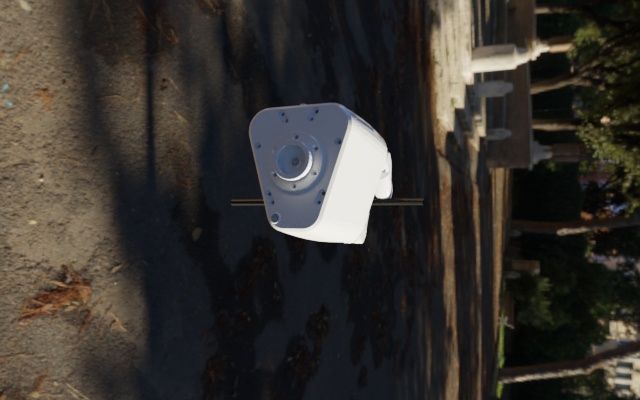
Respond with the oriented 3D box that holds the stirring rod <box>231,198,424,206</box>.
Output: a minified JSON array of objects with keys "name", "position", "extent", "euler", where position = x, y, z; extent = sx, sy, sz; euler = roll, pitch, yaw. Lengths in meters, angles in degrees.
[{"name":"stirring rod","position":[0.000,0.002,0.564],"extent":[0.239,0.011,0.011],"euler":[0,0,21]}]
